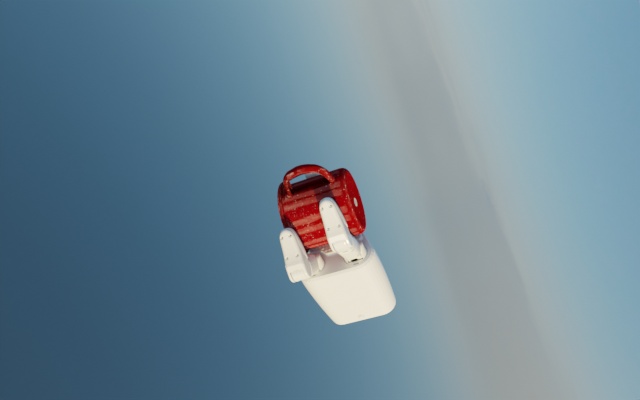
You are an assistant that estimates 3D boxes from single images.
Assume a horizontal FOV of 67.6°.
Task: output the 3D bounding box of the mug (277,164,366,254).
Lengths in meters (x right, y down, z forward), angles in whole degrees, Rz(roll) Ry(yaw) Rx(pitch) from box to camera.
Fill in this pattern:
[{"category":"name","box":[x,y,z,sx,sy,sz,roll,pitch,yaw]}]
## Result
[{"category":"mug","box":[0.000,0.001,0.563,0.081,0.117,0.093,-17,39,14]}]
